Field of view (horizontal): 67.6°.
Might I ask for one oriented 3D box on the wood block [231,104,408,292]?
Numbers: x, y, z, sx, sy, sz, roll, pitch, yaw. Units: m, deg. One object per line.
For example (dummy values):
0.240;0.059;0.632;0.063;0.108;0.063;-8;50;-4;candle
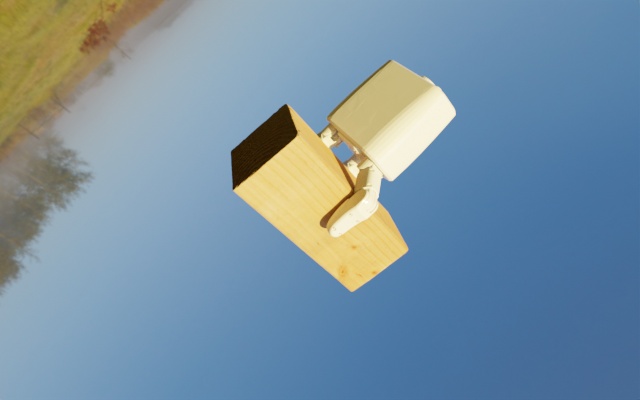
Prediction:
0.001;0.002;0.555;0.206;0.090;0.090;44;15;-31;wood block
